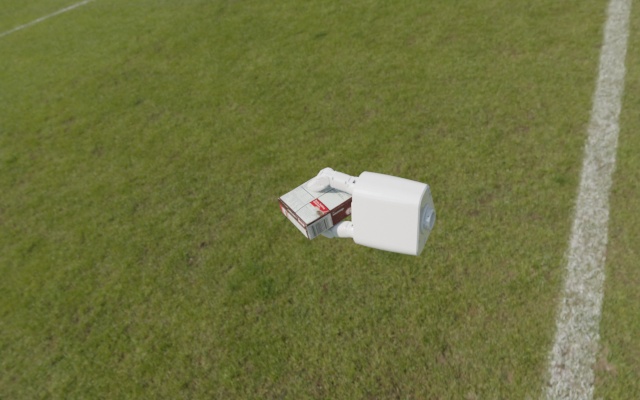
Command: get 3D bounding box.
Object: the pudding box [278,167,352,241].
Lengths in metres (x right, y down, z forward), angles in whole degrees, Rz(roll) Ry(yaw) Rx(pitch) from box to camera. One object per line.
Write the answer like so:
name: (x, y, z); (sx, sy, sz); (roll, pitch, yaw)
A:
pudding box: (0.000, 0.003, 0.795); (0.113, 0.039, 0.090); (-30, 46, -19)
